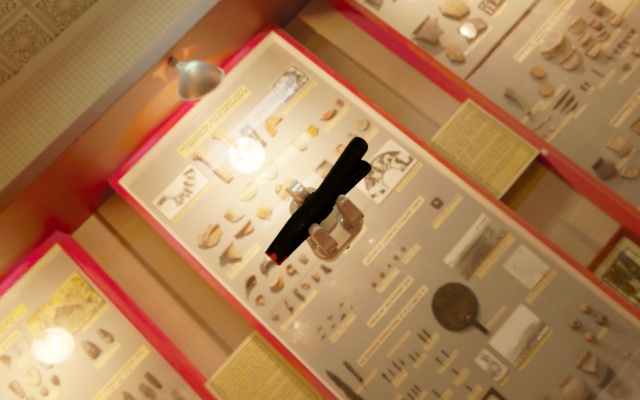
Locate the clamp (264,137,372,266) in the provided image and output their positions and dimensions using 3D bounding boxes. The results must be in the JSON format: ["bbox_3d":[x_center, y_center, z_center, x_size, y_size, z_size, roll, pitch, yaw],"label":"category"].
[{"bbox_3d":[-0.001,0.002,0.663,0.036,0.210,0.164,41,-6,11],"label":"clamp"}]
